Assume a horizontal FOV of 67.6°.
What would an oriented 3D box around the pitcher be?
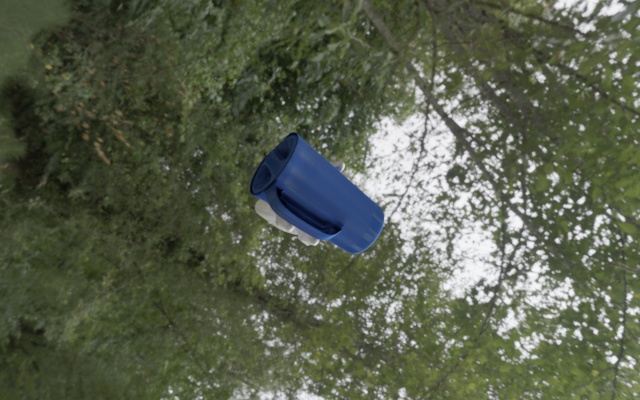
[{"bbox_3d":[0.000,0.003,0.873,0.243,0.149,0.145,36,-14,-23],"label":"pitcher"}]
